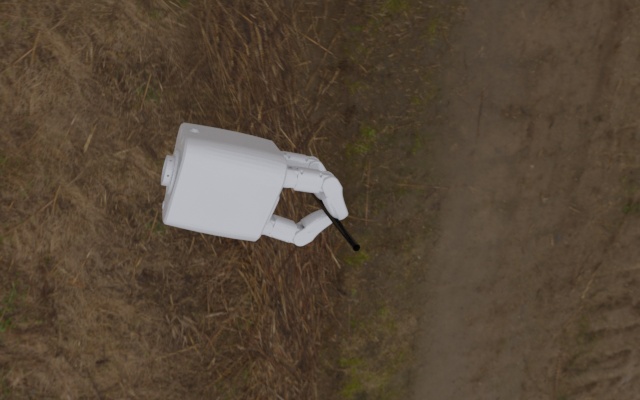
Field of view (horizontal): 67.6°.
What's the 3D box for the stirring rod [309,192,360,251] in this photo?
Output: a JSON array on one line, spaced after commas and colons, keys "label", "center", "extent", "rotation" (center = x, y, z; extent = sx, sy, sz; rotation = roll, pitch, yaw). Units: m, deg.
[{"label": "stirring rod", "center": [0.000, 0.002, 0.594], "extent": [0.011, 0.011, 0.239], "rotation": [0, 23, -20]}]
